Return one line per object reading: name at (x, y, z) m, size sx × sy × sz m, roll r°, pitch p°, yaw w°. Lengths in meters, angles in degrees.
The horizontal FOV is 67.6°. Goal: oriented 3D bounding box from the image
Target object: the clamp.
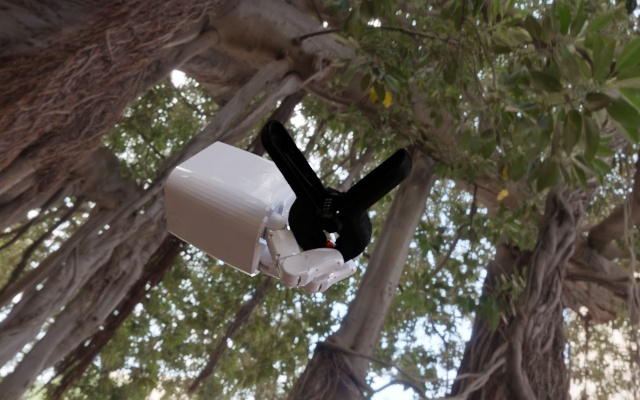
clamp at (0.000, 0.001, 0.422) m, size 0.120 × 0.172 × 0.039 m, roll 24°, pitch 48°, yaw 8°
